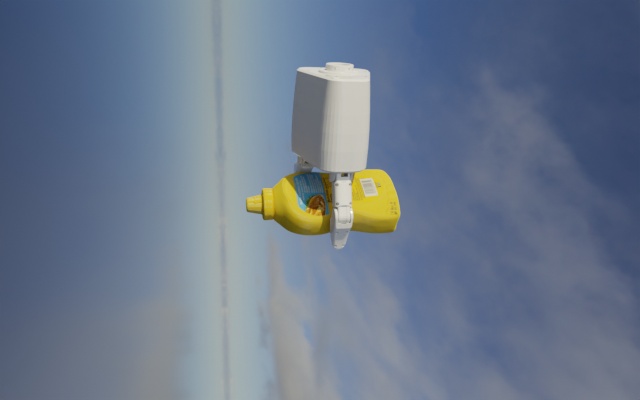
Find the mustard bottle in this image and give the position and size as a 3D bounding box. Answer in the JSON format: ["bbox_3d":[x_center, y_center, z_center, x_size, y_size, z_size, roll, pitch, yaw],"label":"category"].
[{"bbox_3d":[0.000,0.002,0.622,0.191,0.096,0.058,-2,-44,-12],"label":"mustard bottle"}]
